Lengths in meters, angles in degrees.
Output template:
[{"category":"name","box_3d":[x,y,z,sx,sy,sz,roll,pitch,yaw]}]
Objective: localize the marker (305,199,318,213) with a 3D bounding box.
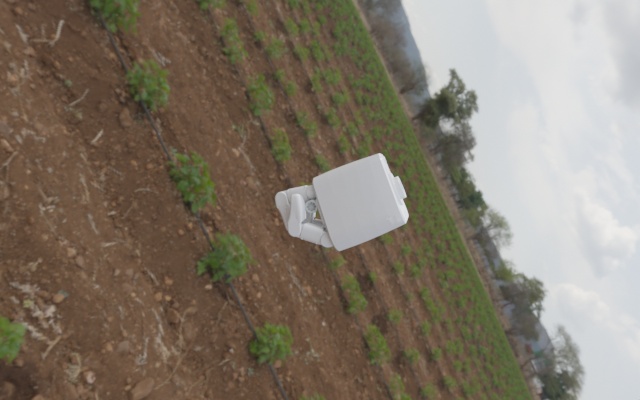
[{"category":"marker","box_3d":[0.000,0.002,0.733,0.020,0.020,0.121,0,6,13]}]
